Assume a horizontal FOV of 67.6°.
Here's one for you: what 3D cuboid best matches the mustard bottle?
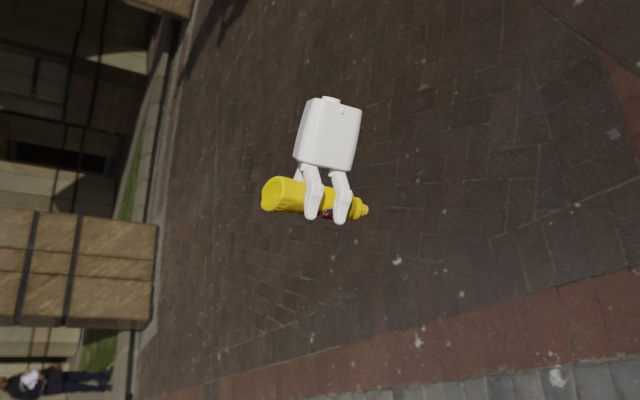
[{"bbox_3d":[0.000,0.003,0.833,0.191,0.058,0.096,10,-16,-28],"label":"mustard bottle"}]
